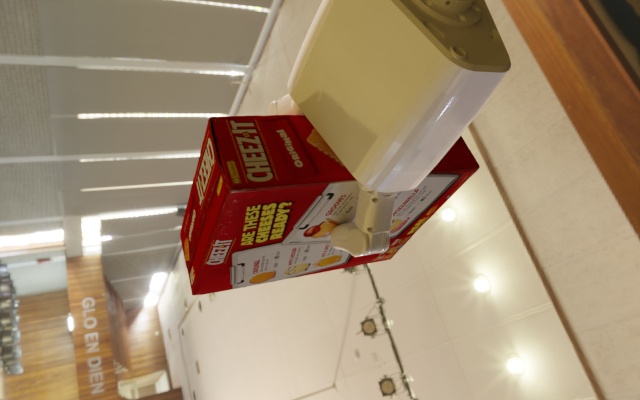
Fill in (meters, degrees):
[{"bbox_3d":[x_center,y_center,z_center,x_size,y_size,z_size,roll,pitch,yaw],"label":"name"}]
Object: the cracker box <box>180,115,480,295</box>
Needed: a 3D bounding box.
[{"bbox_3d":[0.000,0.001,0.412,0.213,0.072,0.164,-6,-31,-28],"label":"cracker box"}]
